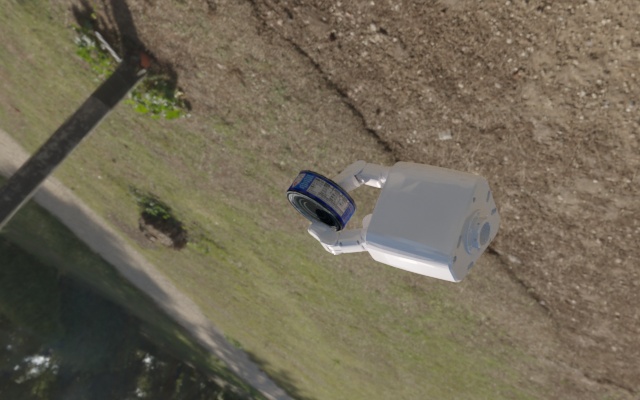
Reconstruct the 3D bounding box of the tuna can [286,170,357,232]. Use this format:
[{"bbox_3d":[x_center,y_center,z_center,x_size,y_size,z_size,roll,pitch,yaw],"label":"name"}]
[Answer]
[{"bbox_3d":[0.000,0.002,0.594,0.086,0.033,0.086,31,-18,11],"label":"tuna can"}]
